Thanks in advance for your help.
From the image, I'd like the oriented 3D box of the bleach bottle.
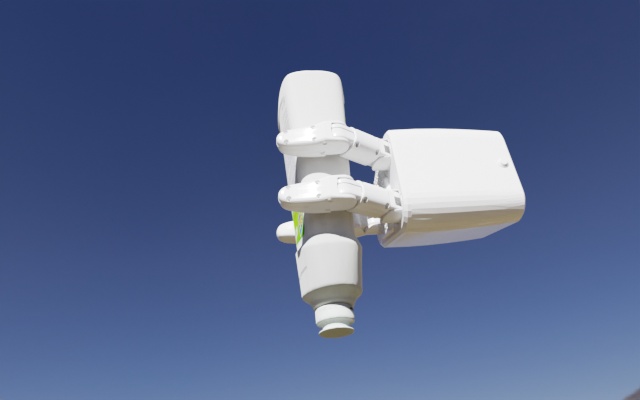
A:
[{"bbox_3d":[0.000,0.001,0.443,0.068,0.250,0.103,-2,-31,-7],"label":"bleach bottle"}]
